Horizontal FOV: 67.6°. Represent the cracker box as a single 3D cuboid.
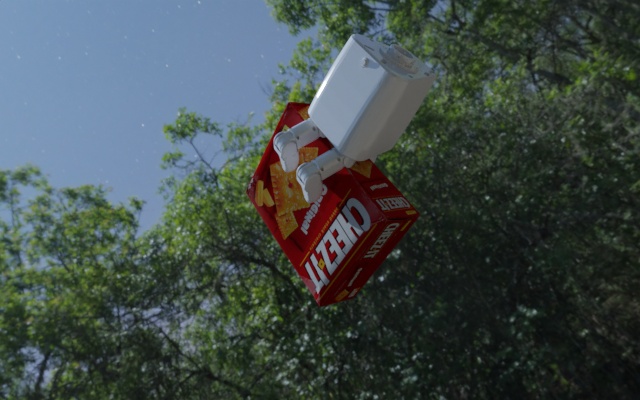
[{"bbox_3d":[0.000,0.002,0.620,0.072,0.164,0.213,-5,48,-43],"label":"cracker box"}]
